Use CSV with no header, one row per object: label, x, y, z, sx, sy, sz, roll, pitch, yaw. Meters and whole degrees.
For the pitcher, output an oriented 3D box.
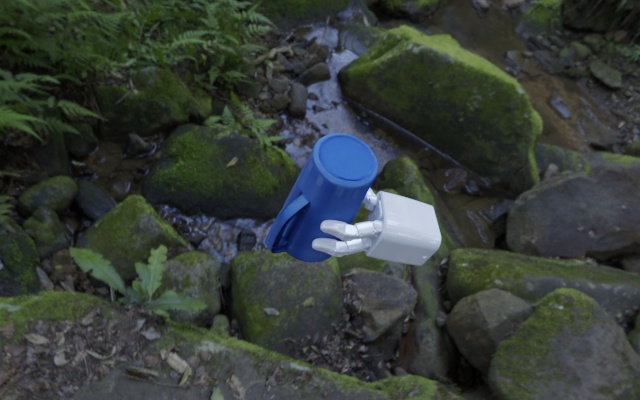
pitcher,0.000,0.003,0.826,0.145,0.149,0.243,16,-37,-8
